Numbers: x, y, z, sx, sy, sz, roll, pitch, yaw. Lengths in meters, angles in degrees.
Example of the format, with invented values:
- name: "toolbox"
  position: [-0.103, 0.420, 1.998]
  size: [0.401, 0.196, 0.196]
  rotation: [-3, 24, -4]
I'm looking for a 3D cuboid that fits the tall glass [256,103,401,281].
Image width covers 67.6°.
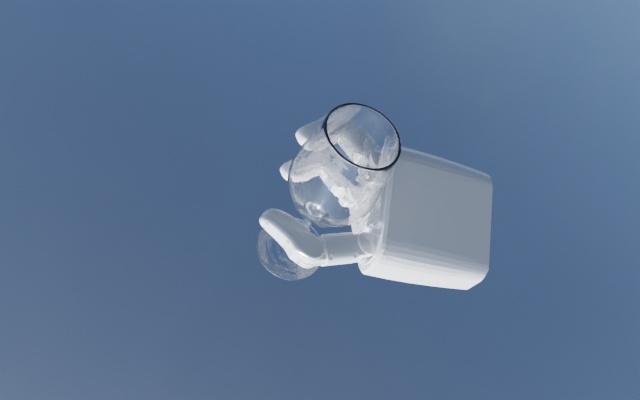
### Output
- name: "tall glass"
  position: [0.000, 0.002, 0.430]
  size: [0.079, 0.079, 0.201]
  rotation: [0, -30, -21]
